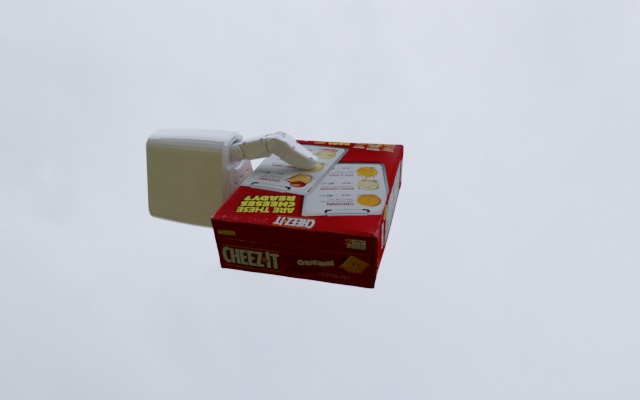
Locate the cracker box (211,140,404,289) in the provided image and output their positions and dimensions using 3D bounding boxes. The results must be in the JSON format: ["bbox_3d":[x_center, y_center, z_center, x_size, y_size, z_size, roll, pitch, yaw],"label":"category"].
[{"bbox_3d":[0.000,0.002,0.542,0.164,0.072,0.213,5,30,14],"label":"cracker box"}]
